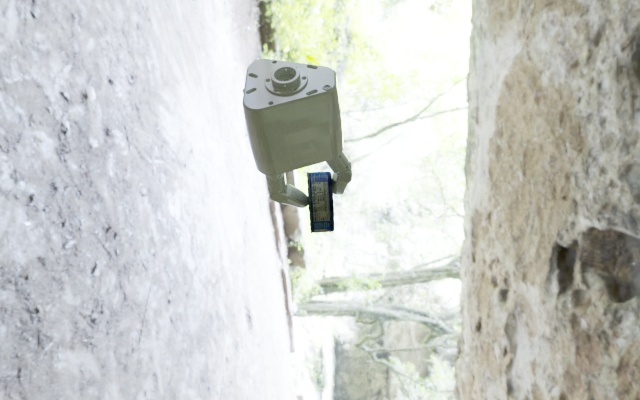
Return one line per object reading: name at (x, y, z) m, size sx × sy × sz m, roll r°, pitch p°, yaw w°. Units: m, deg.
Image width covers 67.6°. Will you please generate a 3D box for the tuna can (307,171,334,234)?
tuna can at (0.001, 0.002, 0.661) m, size 0.034 × 0.086 × 0.086 m, roll -3°, pitch 0°, yaw -1°
